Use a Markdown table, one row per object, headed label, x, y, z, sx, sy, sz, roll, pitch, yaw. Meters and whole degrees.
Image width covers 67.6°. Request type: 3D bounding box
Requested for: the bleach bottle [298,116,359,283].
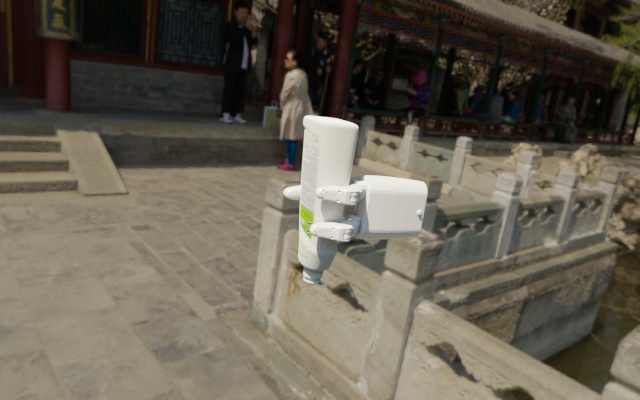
| label | x | y | z | sx | sy | sz | roll | pitch | yaw |
| --- | --- | --- | --- | --- | --- | --- | --- | --- | --- |
| bleach bottle | 0.000 | 0.002 | 0.731 | 0.068 | 0.251 | 0.102 | 2 | 15 | -20 |
